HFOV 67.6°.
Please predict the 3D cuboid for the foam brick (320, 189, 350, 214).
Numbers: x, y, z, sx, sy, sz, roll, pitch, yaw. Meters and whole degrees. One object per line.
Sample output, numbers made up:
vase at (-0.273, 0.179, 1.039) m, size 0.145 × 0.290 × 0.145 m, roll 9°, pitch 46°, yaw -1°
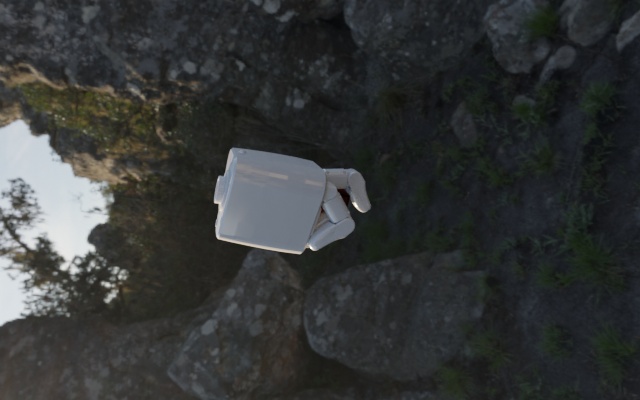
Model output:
foam brick at (0.000, 0.002, 0.649) m, size 0.051 × 0.053 × 0.078 m, roll 11°, pitch 12°, yaw -17°
